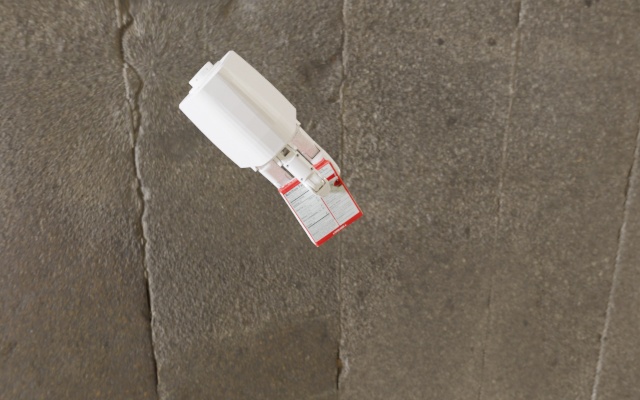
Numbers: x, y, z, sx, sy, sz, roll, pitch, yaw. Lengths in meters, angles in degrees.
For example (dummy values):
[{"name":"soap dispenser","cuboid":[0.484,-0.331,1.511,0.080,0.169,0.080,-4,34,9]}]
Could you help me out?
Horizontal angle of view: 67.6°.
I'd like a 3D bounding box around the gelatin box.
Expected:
[{"name":"gelatin box","cuboid":[0.000,0.002,0.609,0.073,0.089,0.030,-35,18,-6]}]
